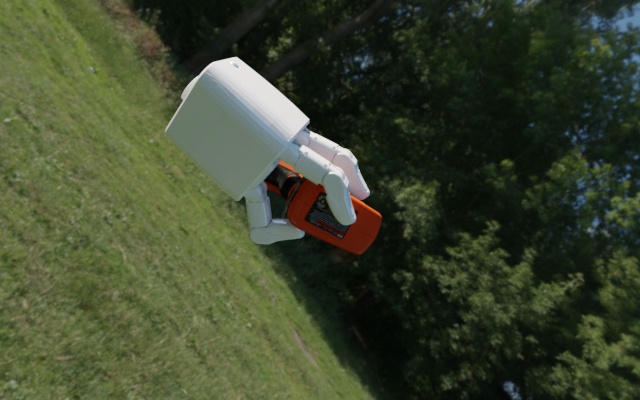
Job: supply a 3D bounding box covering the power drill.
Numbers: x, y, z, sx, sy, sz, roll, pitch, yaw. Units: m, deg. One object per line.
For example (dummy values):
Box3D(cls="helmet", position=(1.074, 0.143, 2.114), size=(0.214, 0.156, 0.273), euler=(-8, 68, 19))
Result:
Box3D(cls="power drill", position=(0.000, 0.002, 0.589), size=(0.184, 0.057, 0.187), euler=(26, 5, -25))
